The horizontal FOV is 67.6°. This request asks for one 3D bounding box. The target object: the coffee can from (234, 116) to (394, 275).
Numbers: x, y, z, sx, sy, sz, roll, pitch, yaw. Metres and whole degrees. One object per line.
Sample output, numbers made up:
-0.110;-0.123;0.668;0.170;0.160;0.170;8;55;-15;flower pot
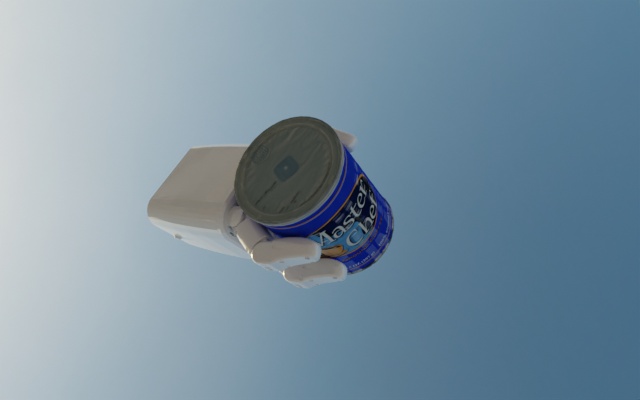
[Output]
0.000;0.001;0.454;0.103;0.102;0.140;0;-25;28;coffee can
